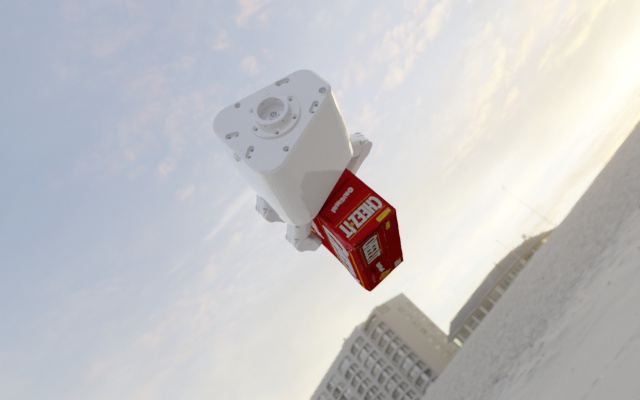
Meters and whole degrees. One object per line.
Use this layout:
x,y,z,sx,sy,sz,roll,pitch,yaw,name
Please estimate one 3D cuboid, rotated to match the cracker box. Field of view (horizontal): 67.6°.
0.000,0.002,0.595,0.213,0.072,0.164,43,-10,27,cracker box
